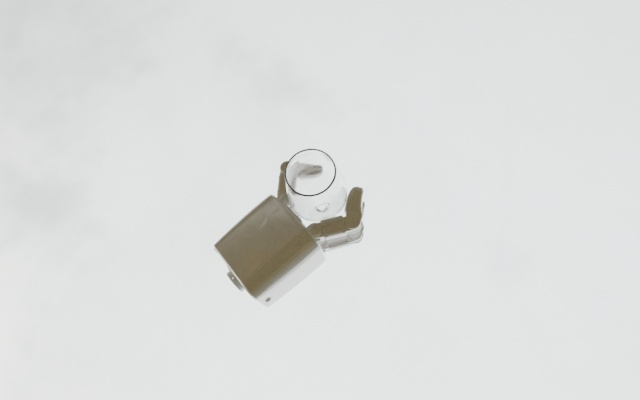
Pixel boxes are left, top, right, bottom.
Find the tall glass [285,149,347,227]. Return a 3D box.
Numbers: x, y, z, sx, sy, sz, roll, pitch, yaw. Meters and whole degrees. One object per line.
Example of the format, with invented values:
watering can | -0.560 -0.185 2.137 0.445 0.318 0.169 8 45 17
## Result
tall glass | 0.000 0.002 0.652 0.079 0.079 0.201 0 -21 7
